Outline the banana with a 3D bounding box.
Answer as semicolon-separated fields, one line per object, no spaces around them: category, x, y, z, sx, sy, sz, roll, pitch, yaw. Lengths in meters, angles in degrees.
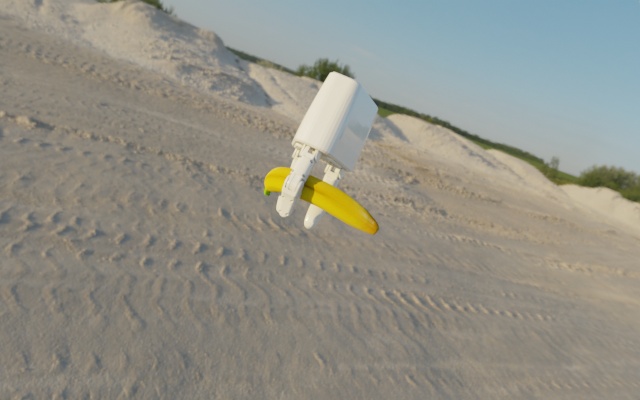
banana;-0.009;-0.008;0.664;0.197;0.037;0.070;21;-19;29
